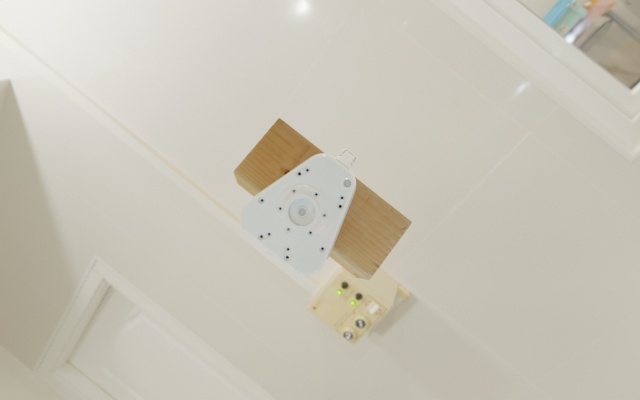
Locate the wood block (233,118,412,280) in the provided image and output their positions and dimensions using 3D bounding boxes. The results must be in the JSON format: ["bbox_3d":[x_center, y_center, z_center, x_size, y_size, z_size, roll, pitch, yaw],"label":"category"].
[{"bbox_3d":[0.000,0.002,0.612,0.206,0.091,0.090,39,-10,0],"label":"wood block"}]
